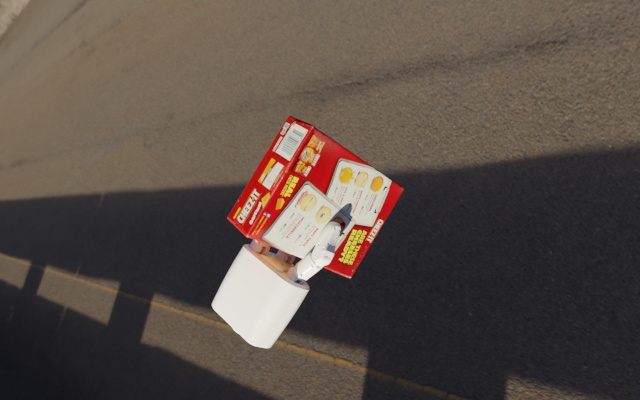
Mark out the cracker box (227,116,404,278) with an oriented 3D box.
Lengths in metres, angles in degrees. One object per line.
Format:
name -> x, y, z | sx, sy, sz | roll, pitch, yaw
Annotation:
cracker box -> 0.000, 0.002, 0.683 | 0.214, 0.164, 0.072 | 28, 4, -43
